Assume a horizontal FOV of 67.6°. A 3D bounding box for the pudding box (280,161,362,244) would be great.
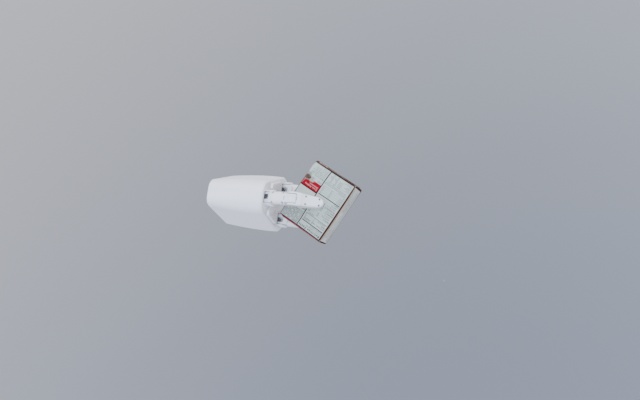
[{"bbox_3d":[0.000,0.003,0.802,0.090,0.113,0.039,35,3,21],"label":"pudding box"}]
